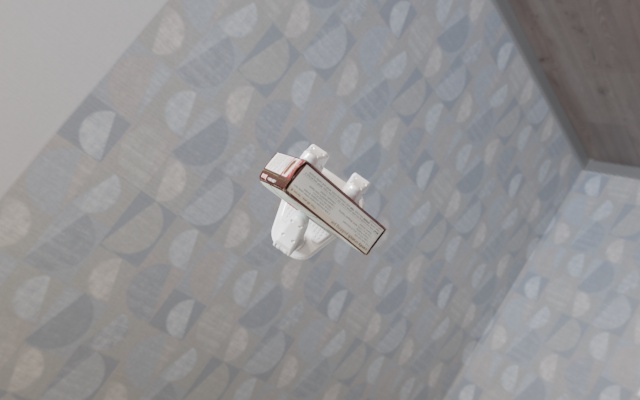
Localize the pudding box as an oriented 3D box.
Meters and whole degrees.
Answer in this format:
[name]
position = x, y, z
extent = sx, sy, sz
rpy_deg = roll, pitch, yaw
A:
[pudding box]
position = 0.000, 0.002, 0.480
extent = 0.113, 0.039, 0.090
rpy_deg = 37, -6, -24
